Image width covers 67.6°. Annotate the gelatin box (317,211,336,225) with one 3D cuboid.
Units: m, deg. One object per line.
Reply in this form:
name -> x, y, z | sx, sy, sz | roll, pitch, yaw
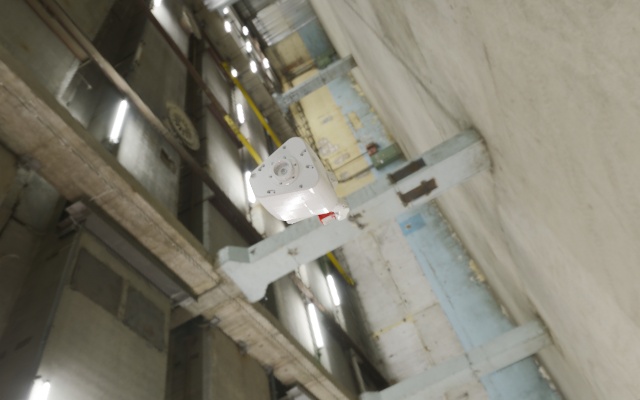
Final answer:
gelatin box -> 0.000, 0.003, 0.877 | 0.030, 0.073, 0.089 | -25, -10, 1
